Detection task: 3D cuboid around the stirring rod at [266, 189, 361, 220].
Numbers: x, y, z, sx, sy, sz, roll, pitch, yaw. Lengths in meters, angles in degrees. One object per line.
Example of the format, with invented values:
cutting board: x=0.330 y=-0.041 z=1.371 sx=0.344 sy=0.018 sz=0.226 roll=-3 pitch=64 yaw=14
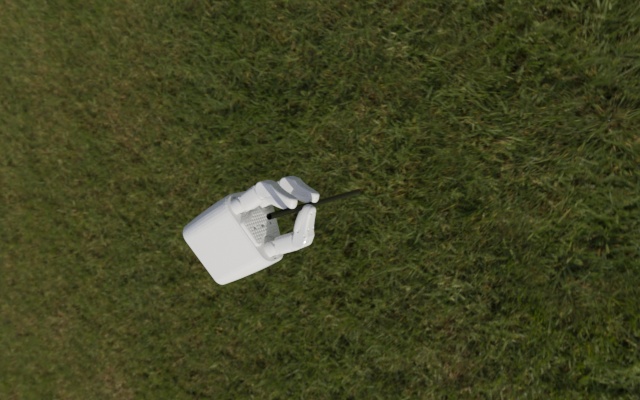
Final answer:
stirring rod: x=0.000 y=0.002 z=0.670 sx=0.011 sy=0.011 sz=0.239 roll=0 pitch=8 yaw=31
